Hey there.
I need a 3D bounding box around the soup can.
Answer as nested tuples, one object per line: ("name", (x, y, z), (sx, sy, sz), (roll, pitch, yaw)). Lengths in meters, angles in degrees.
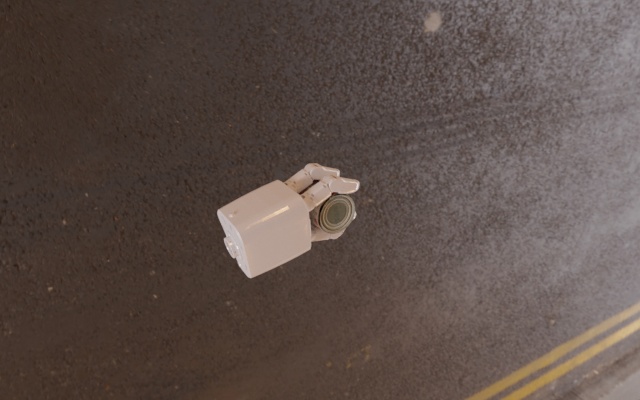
("soup can", (0.001, 0.002, 0.761), (0.068, 0.068, 0.102), (0, 21, -33))
